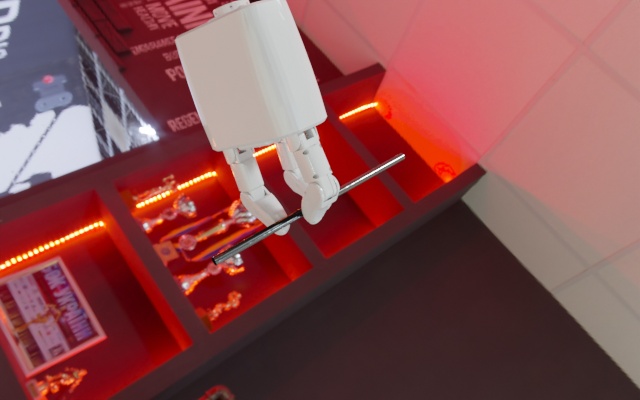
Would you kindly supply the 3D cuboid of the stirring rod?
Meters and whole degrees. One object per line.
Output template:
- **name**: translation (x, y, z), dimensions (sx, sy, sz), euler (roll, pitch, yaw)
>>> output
- **stirring rod**: translation (0.000, 0.002, 0.466), dimensions (0.239, 0.011, 0.011), euler (-29, 16, -31)
